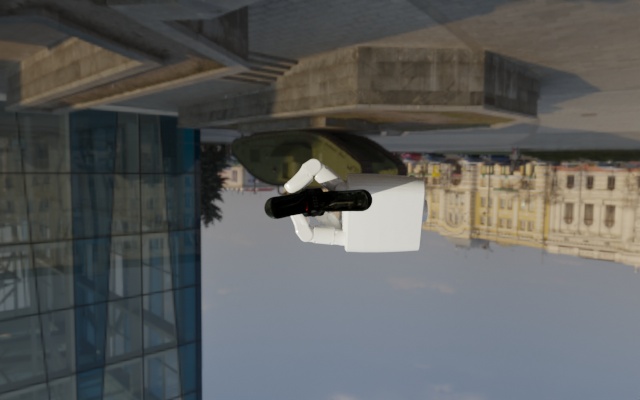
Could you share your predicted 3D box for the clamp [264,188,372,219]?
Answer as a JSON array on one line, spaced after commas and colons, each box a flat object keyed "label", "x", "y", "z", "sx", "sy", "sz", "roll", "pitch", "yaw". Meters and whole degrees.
[{"label": "clamp", "x": 0.000, "y": 0.003, "z": 0.598, "sx": 0.120, "sy": 0.039, "sz": 0.171, "roll": 1, "pitch": 4, "yaw": 2}]
